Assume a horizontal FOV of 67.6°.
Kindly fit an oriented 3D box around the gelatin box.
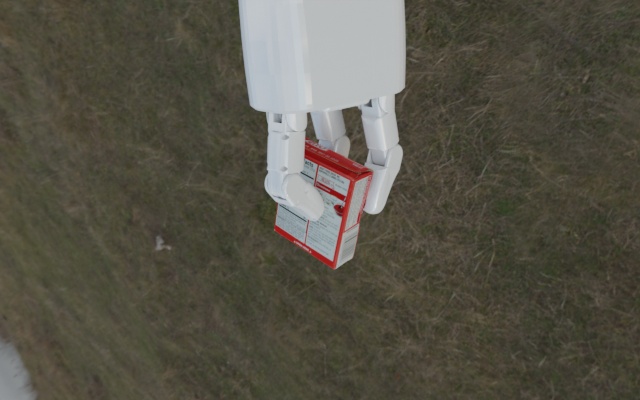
[{"bbox_3d":[0.000,0.002,0.401,0.073,0.089,0.030,29,34,30],"label":"gelatin box"}]
